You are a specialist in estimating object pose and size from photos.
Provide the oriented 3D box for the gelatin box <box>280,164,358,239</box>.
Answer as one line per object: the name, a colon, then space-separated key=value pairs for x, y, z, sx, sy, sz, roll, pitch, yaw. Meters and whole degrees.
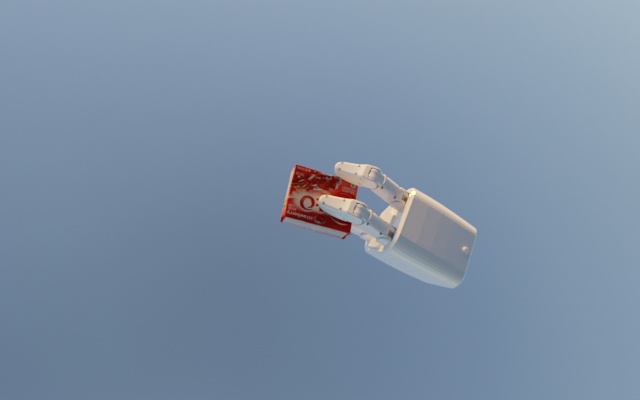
gelatin box: x=0.000 y=0.002 z=0.610 sx=0.089 sy=0.073 sz=0.030 roll=16 pitch=-23 yaw=-10
